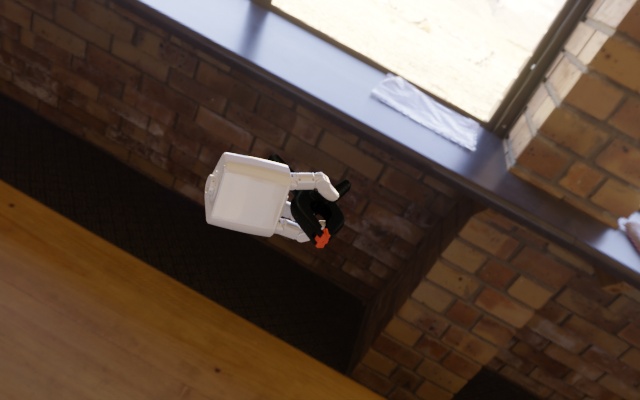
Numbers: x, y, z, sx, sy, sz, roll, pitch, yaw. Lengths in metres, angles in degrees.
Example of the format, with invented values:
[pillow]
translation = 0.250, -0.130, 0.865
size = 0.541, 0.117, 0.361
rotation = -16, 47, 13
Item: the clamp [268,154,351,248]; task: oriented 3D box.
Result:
[clamp]
translation = 0.000, 0.002, 0.810
size = 0.164, 0.036, 0.209
rotation = 13, 34, -26
